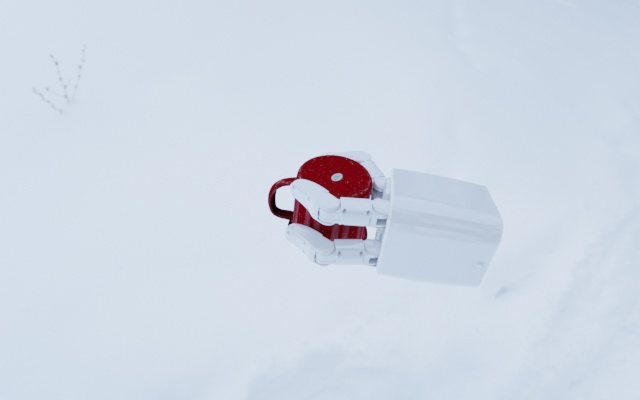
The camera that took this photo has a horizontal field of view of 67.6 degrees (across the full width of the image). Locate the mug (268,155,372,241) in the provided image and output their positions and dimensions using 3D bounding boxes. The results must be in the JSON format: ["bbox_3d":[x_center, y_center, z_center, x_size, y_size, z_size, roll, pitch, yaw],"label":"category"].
[{"bbox_3d":[-0.001,0.001,0.528,0.117,0.082,0.093,9,40,2],"label":"mug"}]
